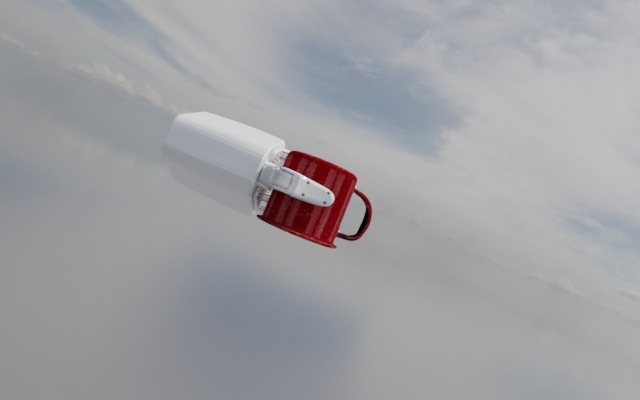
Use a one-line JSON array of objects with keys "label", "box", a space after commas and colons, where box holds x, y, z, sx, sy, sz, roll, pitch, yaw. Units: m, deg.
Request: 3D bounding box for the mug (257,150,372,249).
[{"label": "mug", "box": [0.002, 0.002, 0.516, 0.117, 0.081, 0.093, 22, -1, 0]}]
